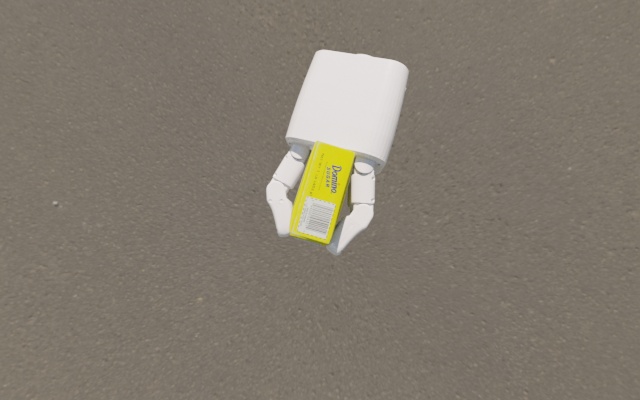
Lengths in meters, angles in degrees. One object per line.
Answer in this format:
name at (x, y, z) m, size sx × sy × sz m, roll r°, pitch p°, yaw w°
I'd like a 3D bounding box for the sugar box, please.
sugar box at (0.001, 0.002, 0.525) m, size 0.048 × 0.093 × 0.176 m, roll 17°, pitch -5°, yaw 3°
